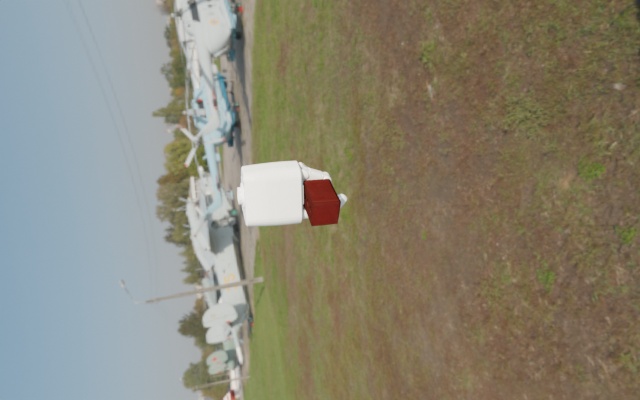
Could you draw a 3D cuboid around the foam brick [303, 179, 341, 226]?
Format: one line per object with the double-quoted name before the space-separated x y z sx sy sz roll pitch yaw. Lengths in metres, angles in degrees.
"foam brick" 0.000 0.003 0.875 0.051 0.053 0.078 -5 35 -15
